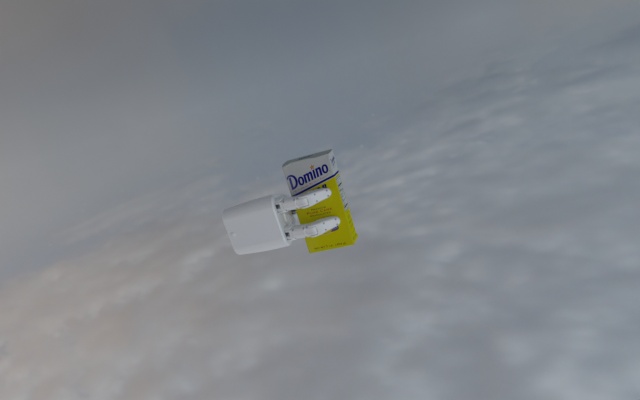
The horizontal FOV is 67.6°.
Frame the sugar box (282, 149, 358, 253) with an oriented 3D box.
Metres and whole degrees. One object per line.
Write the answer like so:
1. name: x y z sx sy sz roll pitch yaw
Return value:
1. sugar box: 0.000 0.003 0.877 0.093 0.176 0.048 -14 15 18
